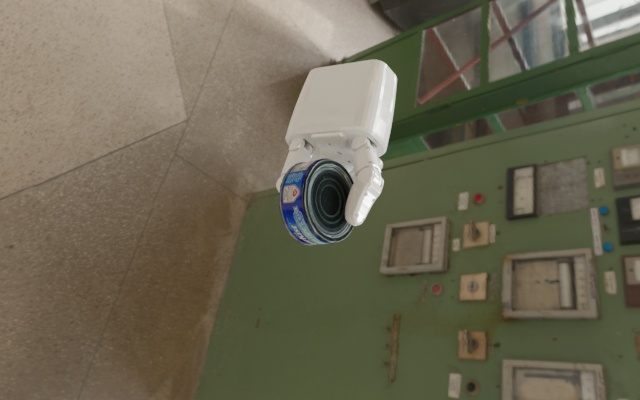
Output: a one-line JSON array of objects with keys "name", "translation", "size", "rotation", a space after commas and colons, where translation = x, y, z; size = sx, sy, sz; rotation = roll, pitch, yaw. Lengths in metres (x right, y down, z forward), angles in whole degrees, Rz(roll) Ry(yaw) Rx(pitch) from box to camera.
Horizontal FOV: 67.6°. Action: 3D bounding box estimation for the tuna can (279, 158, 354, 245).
[{"name": "tuna can", "translation": [0.000, 0.002, 0.478], "size": [0.034, 0.086, 0.086], "rotation": [-7, -4, 41]}]
